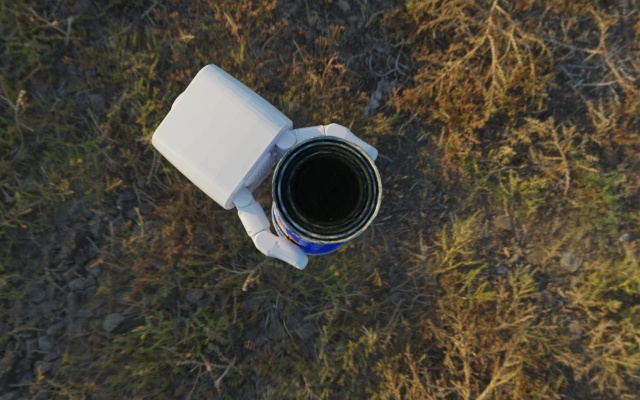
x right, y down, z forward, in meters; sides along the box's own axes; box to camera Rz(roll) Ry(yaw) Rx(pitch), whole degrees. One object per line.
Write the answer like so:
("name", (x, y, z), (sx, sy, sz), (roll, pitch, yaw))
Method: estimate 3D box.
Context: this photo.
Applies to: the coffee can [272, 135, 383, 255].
("coffee can", (0.000, 0.002, 0.504), (0.103, 0.102, 0.140), (0, -10, -6))
